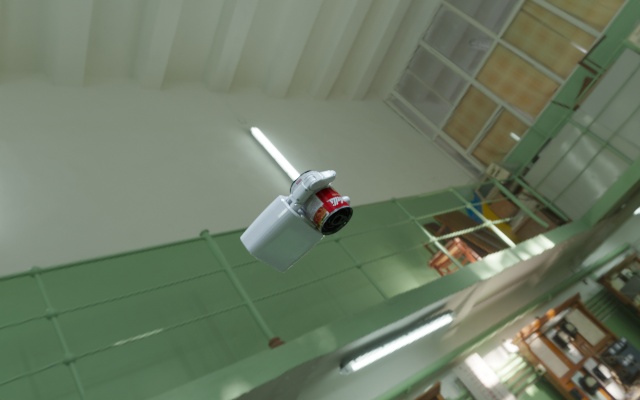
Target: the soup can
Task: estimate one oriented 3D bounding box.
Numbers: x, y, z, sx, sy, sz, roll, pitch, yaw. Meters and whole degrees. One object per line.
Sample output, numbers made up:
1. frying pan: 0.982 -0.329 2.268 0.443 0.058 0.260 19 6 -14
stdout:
1. soup can: 0.000 0.002 0.842 0.068 0.068 0.102 0 41 -50
